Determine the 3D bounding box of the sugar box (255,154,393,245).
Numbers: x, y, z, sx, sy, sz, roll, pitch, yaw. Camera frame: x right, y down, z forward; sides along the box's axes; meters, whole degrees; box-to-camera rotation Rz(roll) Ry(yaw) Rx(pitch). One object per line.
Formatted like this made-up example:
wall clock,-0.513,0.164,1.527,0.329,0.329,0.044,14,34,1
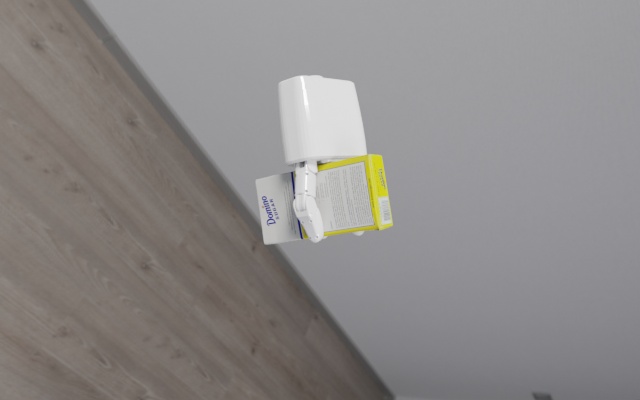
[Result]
sugar box,0.000,0.002,0.625,0.176,0.093,0.048,-10,-3,33
